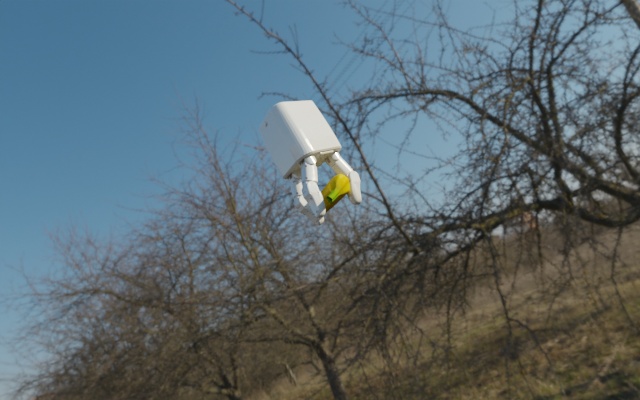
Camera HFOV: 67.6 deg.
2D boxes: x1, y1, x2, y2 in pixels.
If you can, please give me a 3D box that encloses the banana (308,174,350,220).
[{"bbox_3d":[0.015,-0.009,0.847,0.069,0.037,0.198,-36,-4,-15],"label":"banana"}]
